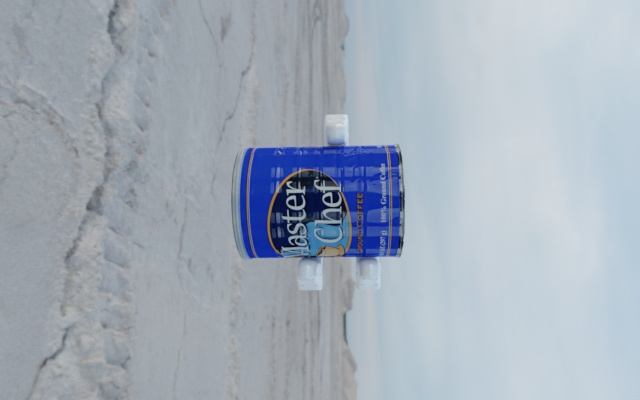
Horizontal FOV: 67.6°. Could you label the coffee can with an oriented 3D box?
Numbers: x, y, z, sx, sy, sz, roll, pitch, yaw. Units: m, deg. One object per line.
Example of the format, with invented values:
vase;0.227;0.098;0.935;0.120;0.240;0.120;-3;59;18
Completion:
coffee can;0.000;0.001;0.432;0.140;0.103;0.103;-1;0;3
